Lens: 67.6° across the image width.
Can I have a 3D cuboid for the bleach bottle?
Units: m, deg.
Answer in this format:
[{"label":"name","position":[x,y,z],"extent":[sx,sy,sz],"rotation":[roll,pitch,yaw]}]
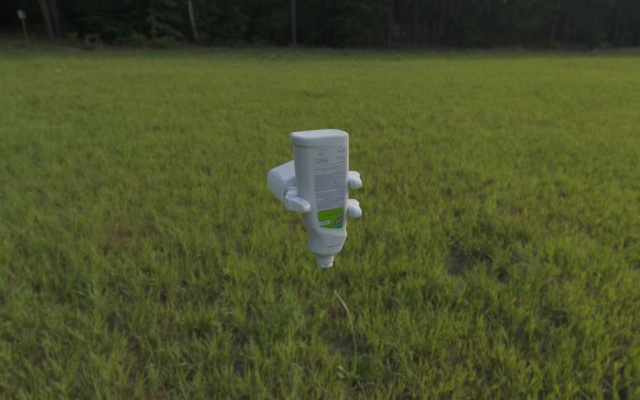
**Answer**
[{"label":"bleach bottle","position":[0.000,0.003,0.859],"extent":[0.102,0.251,0.068],"rotation":[-9,20,-24]}]
